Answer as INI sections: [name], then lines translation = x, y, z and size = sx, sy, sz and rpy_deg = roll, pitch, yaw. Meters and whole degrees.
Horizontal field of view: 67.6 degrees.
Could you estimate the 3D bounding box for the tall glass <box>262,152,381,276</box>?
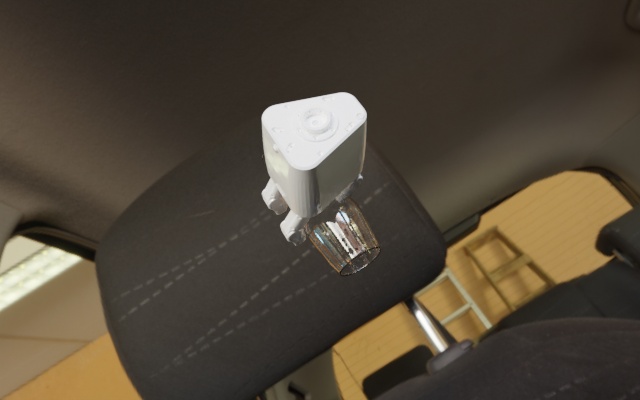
[tall glass]
translation = 0.000, 0.002, 0.639
size = 0.079, 0.201, 0.079
rpy_deg = -27, -24, -14
